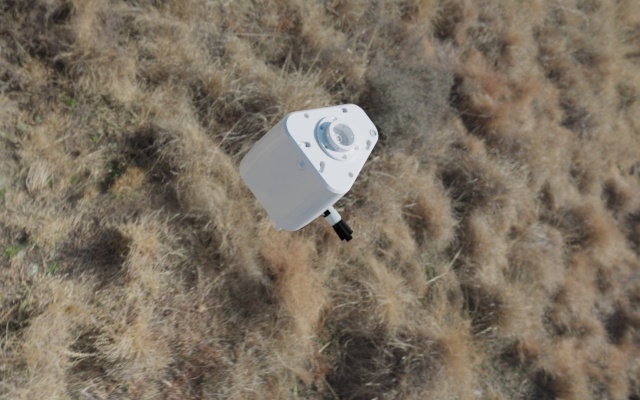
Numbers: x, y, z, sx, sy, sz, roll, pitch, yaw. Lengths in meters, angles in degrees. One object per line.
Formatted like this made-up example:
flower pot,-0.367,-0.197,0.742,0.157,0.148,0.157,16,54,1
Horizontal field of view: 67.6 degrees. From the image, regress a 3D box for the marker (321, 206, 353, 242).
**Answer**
marker,0.000,0.002,0.597,0.020,0.121,0.020,-38,2,1
